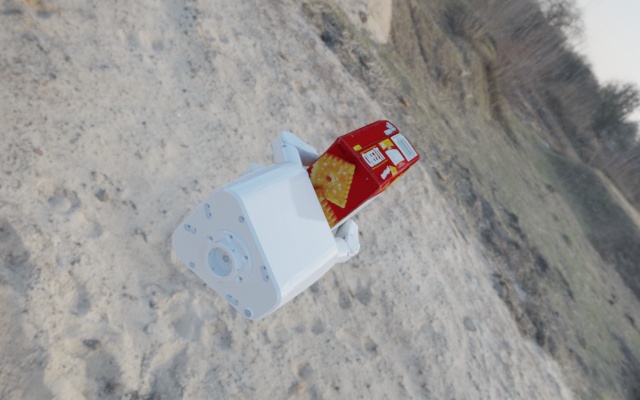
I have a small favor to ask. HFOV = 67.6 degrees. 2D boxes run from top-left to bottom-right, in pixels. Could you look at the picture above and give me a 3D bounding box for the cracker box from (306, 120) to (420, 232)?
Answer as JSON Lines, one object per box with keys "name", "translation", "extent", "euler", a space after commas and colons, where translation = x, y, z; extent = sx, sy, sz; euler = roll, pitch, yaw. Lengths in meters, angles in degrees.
{"name": "cracker box", "translation": [0.000, 0.002, 0.566], "extent": [0.214, 0.072, 0.164], "euler": [-40, -4, 29]}
